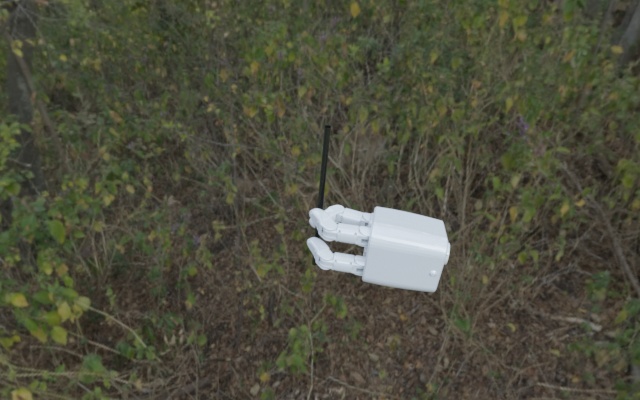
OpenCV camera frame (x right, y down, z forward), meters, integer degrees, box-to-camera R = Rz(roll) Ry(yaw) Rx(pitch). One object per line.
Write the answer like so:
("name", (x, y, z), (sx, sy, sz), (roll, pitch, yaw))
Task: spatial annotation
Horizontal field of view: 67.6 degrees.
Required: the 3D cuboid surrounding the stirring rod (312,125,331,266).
("stirring rod", (0.000, 0.002, 0.690), (0.011, 0.240, 0.011), (4, 35, -3))
